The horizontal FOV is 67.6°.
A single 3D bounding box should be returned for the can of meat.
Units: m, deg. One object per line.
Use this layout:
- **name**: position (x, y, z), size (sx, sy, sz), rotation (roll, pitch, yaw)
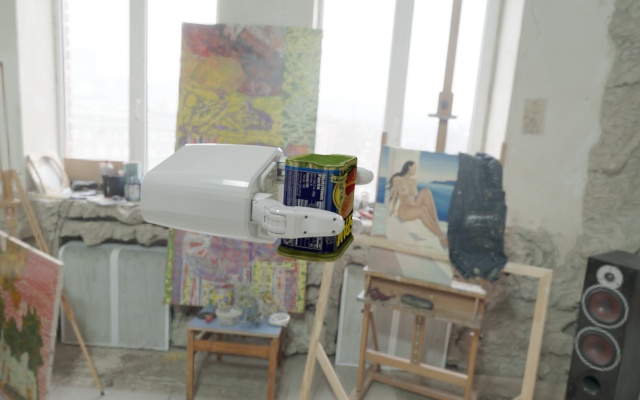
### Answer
- **can of meat**: position (0.000, 0.001, 0.441), size (0.057, 0.084, 0.102), rotation (6, 11, 14)
